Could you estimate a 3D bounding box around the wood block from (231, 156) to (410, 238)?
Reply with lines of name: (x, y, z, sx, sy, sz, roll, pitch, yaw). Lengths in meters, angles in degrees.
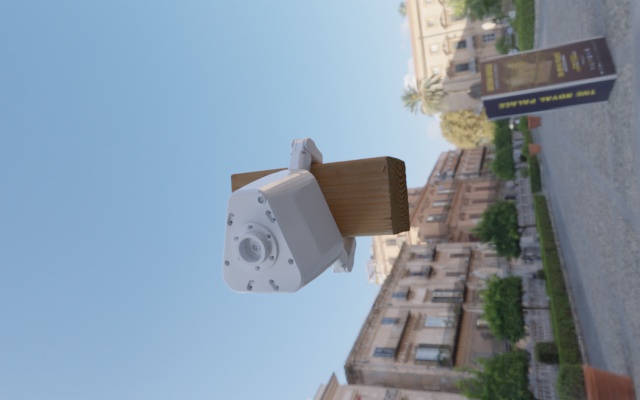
wood block: (0.000, 0.002, 0.604, 0.206, 0.091, 0.090, -4, -1, 23)
